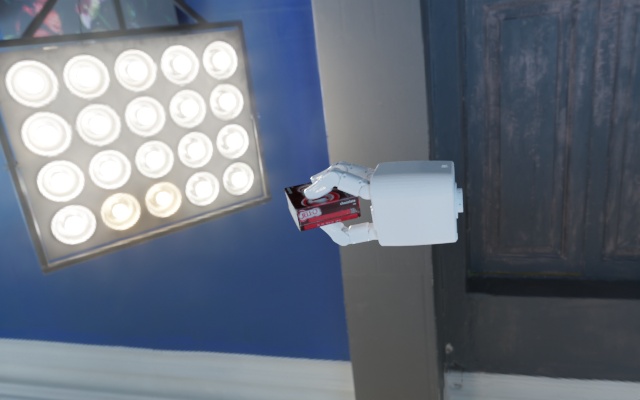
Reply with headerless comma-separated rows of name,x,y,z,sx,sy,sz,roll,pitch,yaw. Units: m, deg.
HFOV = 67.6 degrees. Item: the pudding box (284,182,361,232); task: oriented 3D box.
pudding box,0.000,0.002,0.698,0.090,0.039,0.113,-12,17,-10
